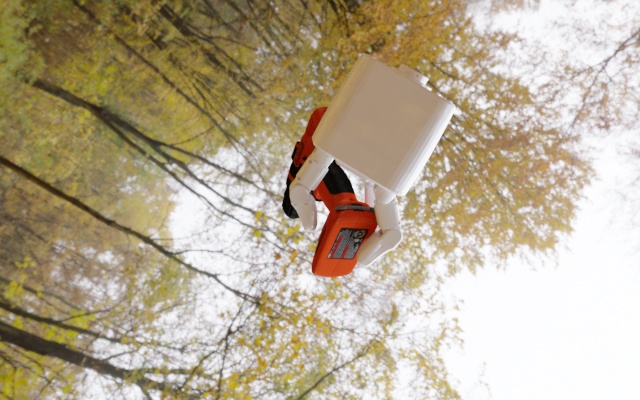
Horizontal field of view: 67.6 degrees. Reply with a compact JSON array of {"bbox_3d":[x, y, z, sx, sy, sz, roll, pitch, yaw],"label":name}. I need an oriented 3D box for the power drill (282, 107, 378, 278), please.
[{"bbox_3d":[0.000,0.002,0.606,0.057,0.185,0.187,2,43,-22],"label":"power drill"}]
